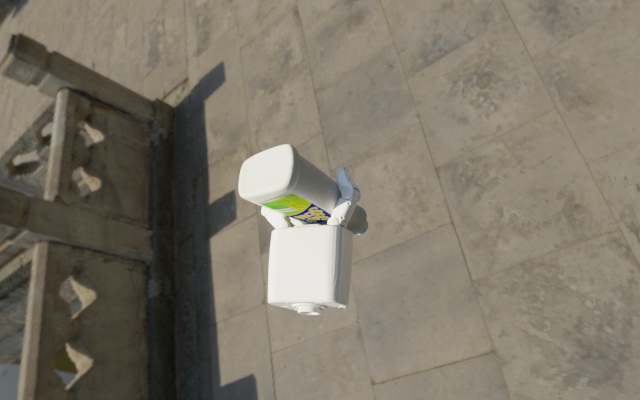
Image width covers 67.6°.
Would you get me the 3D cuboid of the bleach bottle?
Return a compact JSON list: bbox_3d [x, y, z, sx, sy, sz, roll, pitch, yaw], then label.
[{"bbox_3d":[0.000,0.002,0.715,0.102,0.068,0.251,-14,-27,35],"label":"bleach bottle"}]
